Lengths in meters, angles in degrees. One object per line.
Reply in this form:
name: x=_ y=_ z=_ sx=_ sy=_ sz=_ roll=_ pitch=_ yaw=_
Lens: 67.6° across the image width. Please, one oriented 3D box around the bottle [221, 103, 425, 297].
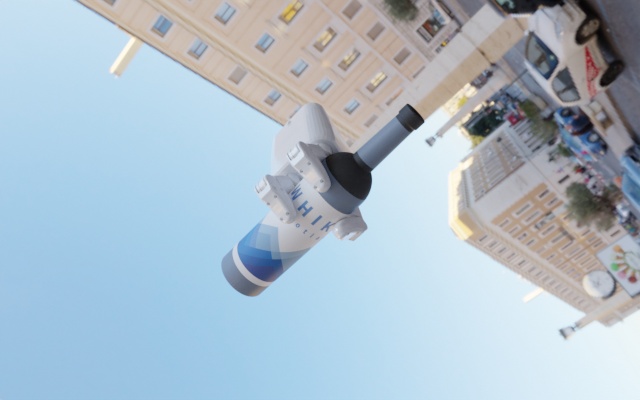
bottle: x=0.000 y=0.002 z=0.551 sx=0.296 sy=0.069 sz=0.069 roll=-43 pitch=-20 yaw=22
